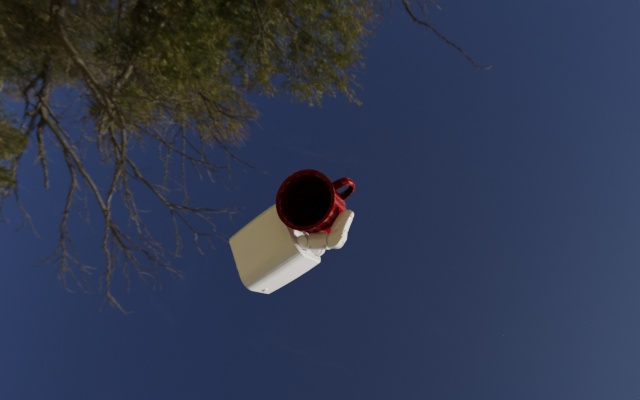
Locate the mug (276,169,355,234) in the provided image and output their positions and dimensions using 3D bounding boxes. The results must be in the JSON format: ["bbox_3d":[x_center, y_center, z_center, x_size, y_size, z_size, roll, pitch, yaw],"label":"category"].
[{"bbox_3d":[0.001,0.002,0.727,0.117,0.093,0.081,-34,-24,9],"label":"mug"}]
